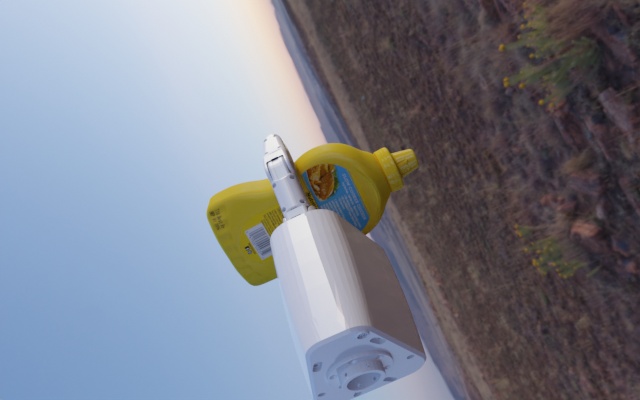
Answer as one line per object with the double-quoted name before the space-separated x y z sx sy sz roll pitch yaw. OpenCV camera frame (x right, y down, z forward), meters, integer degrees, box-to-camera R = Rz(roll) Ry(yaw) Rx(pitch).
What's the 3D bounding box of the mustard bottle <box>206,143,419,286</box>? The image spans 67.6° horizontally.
"mustard bottle" 0.000 0.001 0.442 0.191 0.096 0.058 -25 23 5
